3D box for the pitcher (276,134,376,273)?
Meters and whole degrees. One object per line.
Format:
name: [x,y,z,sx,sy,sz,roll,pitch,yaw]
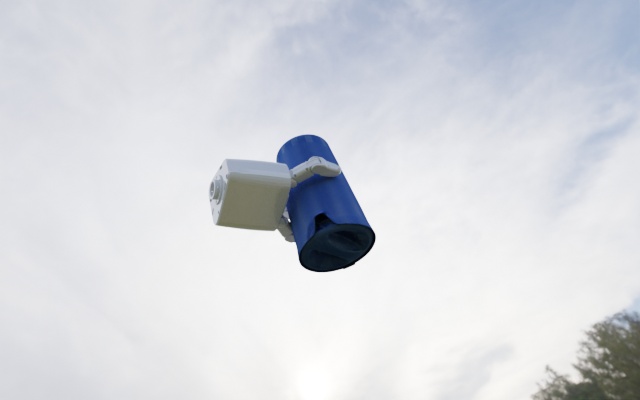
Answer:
pitcher: [0.000,0.003,0.860,0.145,0.242,0.149,5,-45,-28]
